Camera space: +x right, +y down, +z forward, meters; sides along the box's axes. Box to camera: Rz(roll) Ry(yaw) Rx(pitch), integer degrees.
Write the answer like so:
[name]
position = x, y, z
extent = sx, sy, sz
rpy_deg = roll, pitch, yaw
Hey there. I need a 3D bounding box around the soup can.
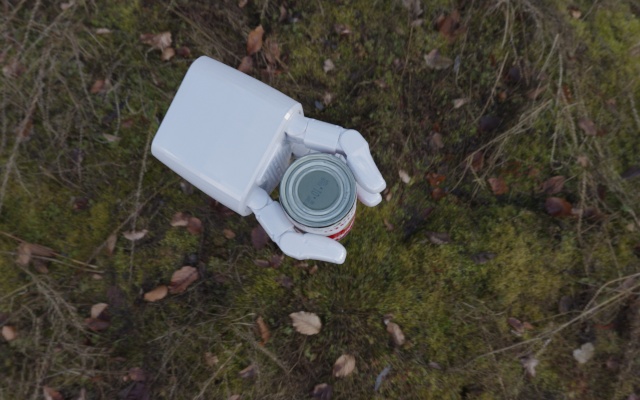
[soup can]
position = 0.000, 0.002, 0.448
extent = 0.068, 0.068, 0.102
rpy_deg = 0, -13, 3
